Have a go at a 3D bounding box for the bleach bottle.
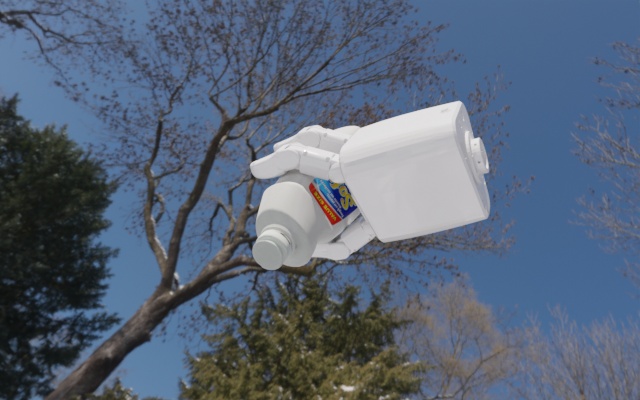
[{"bbox_3d":[0.000,0.002,0.510,0.068,0.102,0.250,-14,19,27],"label":"bleach bottle"}]
